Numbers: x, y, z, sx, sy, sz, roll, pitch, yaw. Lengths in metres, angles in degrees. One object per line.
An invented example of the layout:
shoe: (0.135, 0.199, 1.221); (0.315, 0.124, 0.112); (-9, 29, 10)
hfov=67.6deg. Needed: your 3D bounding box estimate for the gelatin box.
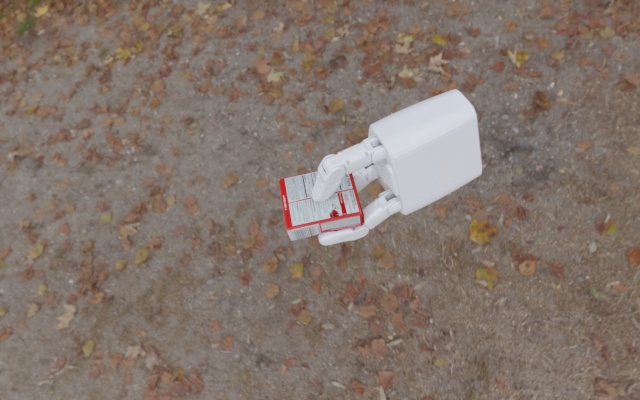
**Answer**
gelatin box: (0.000, 0.002, 0.555); (0.089, 0.073, 0.030); (-12, -34, 0)
